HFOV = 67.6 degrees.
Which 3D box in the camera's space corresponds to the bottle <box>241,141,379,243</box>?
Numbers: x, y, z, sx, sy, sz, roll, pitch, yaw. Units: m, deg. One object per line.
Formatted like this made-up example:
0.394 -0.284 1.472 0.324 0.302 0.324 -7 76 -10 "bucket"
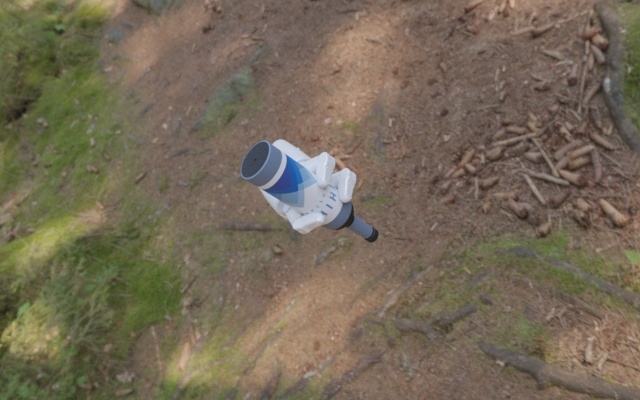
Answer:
0.000 0.003 0.803 0.069 0.069 0.296 0 -26 48 "bottle"
